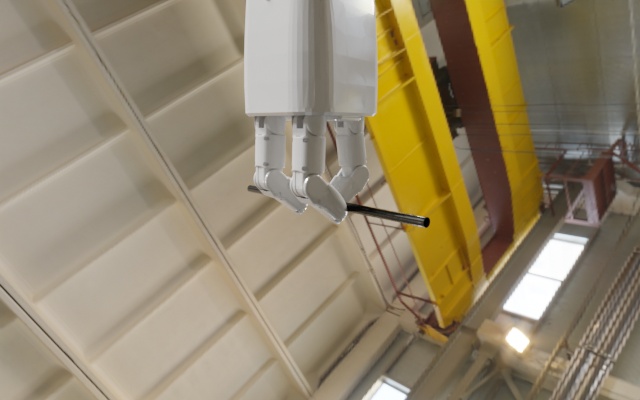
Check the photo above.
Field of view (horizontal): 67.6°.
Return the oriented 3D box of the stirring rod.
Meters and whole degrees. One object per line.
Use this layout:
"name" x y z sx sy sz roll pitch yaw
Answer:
"stirring rod" 0.000 0.001 0.441 0.011 0.011 0.239 0 7 -41
